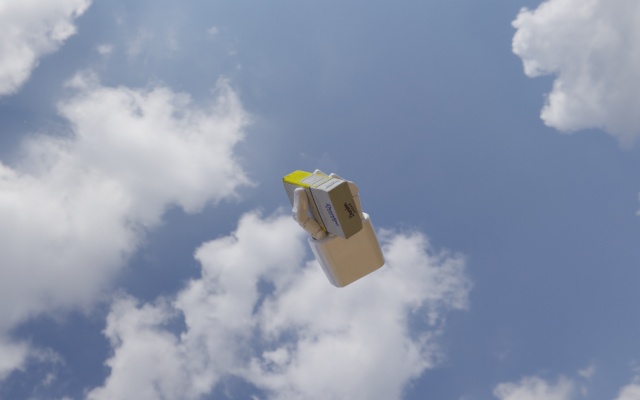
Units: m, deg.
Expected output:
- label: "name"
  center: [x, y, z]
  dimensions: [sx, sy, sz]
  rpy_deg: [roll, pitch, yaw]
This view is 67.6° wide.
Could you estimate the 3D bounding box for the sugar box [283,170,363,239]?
- label: "sugar box"
  center: [0.001, 0.003, 0.842]
  dimensions: [0.048, 0.093, 0.176]
  rpy_deg: [-31, 23, -24]
